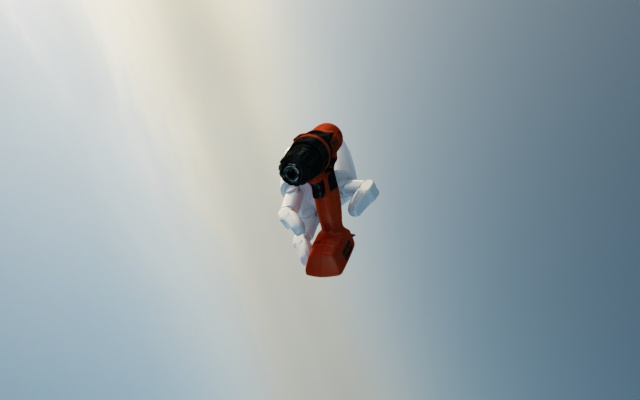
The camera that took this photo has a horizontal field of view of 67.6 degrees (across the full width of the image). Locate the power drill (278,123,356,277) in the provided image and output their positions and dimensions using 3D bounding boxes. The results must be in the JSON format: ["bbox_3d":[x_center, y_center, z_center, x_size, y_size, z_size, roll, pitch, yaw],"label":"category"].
[{"bbox_3d":[0.000,0.002,0.628,0.057,0.188,0.184,0,21,17],"label":"power drill"}]
